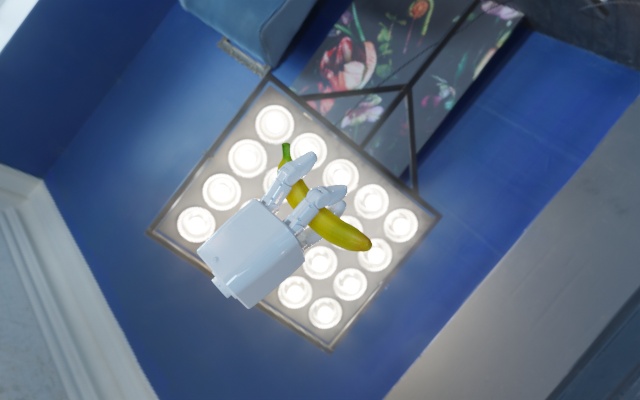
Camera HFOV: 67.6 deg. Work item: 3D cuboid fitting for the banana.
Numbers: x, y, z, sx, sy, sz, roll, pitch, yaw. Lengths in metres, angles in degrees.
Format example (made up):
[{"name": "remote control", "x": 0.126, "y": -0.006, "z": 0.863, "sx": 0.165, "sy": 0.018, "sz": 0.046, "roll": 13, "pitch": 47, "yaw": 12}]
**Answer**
[{"name": "banana", "x": -0.006, "y": 0.010, "z": 0.673, "sx": 0.037, "sy": 0.197, "sz": 0.070, "roll": -31, "pitch": -20, "yaw": -30}]
